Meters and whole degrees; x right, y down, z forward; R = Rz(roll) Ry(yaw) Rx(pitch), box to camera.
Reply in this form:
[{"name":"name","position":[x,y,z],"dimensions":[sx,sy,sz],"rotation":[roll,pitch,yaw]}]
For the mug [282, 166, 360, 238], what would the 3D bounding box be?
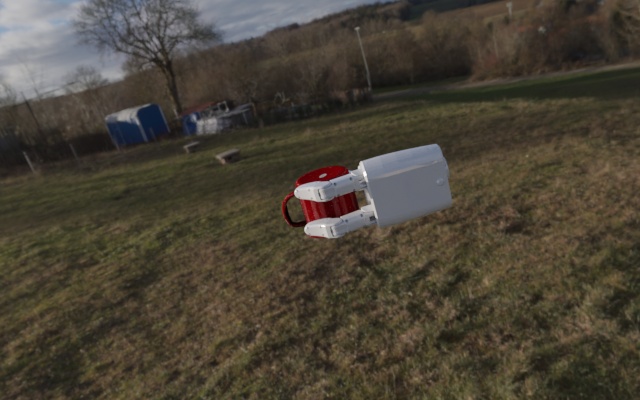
[{"name":"mug","position":[-0.001,0.002,0.709],"dimensions":[0.117,0.081,0.093],"rotation":[-16,19,2]}]
